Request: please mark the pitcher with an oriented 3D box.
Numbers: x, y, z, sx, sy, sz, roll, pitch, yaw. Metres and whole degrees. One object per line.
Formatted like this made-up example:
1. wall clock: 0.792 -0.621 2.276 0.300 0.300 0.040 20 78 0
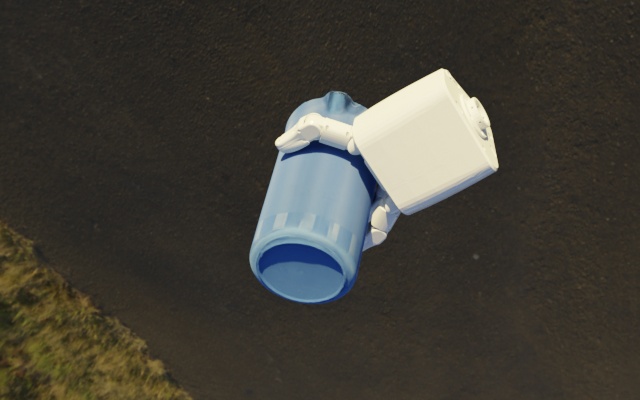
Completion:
1. pitcher: 0.000 0.002 0.558 0.145 0.149 0.242 -27 30 31
